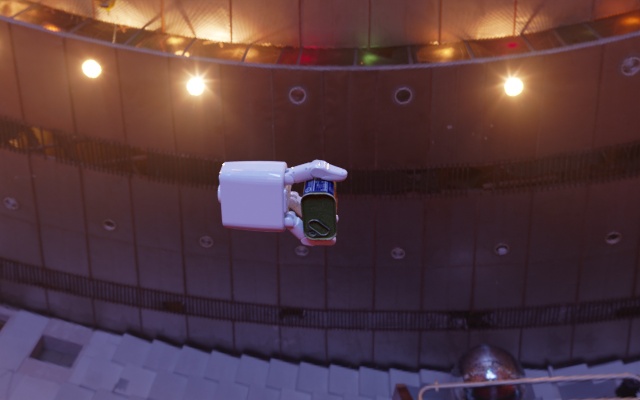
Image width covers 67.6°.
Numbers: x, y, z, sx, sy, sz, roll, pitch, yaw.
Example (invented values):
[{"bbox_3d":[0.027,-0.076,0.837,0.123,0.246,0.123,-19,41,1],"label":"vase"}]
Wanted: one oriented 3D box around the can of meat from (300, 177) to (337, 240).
[{"bbox_3d":[0.000,0.002,0.811,0.057,0.102,0.084,-1,39,5],"label":"can of meat"}]
